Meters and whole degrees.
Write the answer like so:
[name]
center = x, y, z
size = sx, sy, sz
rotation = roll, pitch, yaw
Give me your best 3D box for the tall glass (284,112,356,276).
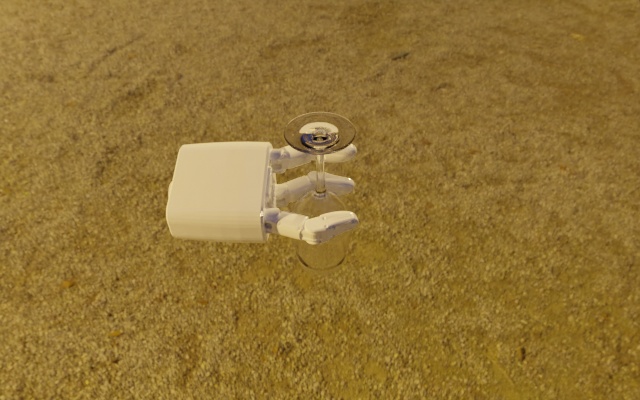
[tall glass]
center = 0.000, 0.001, 0.557
size = 0.079, 0.201, 0.079
rotation = -1, 43, 1
